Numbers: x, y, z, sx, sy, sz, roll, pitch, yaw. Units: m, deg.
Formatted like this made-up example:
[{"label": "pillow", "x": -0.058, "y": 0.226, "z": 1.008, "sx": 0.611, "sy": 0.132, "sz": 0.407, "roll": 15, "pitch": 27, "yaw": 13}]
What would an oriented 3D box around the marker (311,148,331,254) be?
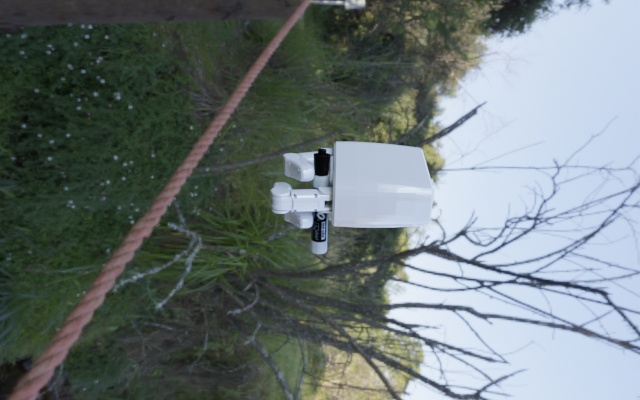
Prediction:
[{"label": "marker", "x": 0.000, "y": 0.002, "z": 0.533, "sx": 0.020, "sy": 0.121, "sz": 0.020, "roll": 2, "pitch": 20, "yaw": -1}]
